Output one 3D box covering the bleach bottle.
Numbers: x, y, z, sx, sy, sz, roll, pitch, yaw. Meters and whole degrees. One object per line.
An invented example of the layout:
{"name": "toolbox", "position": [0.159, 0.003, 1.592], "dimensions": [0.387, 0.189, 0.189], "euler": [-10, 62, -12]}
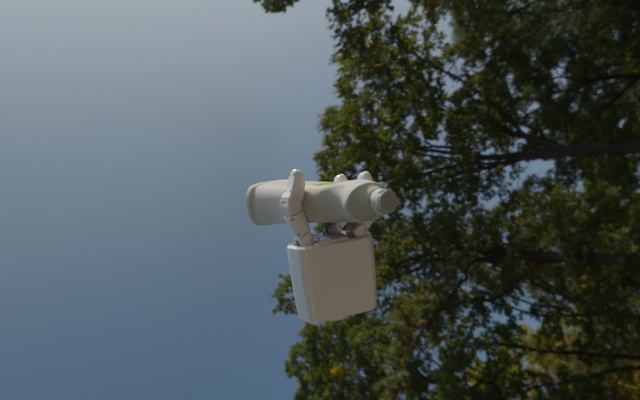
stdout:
{"name": "bleach bottle", "position": [0.000, 0.002, 0.664], "dimensions": [0.102, 0.068, 0.251], "euler": [-12, 7, -36]}
